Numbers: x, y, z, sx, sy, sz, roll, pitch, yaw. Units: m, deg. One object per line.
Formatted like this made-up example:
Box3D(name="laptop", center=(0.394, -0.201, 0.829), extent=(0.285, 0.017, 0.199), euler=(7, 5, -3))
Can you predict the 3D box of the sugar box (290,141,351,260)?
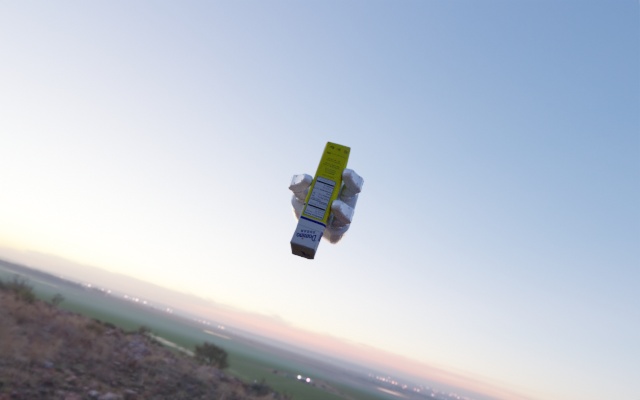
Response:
Box3D(name="sugar box", center=(0.001, 0.003, 0.765), extent=(0.048, 0.176, 0.093), euler=(16, -17, 3))
